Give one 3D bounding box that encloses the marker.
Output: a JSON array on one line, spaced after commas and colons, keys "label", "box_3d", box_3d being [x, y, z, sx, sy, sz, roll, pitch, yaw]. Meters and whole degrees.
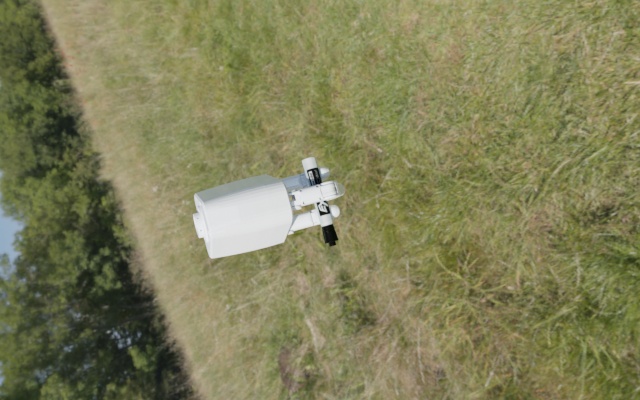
[{"label": "marker", "box_3d": [0.000, 0.002, 0.635, 0.020, 0.121, 0.020, -16, -4, -1]}]
